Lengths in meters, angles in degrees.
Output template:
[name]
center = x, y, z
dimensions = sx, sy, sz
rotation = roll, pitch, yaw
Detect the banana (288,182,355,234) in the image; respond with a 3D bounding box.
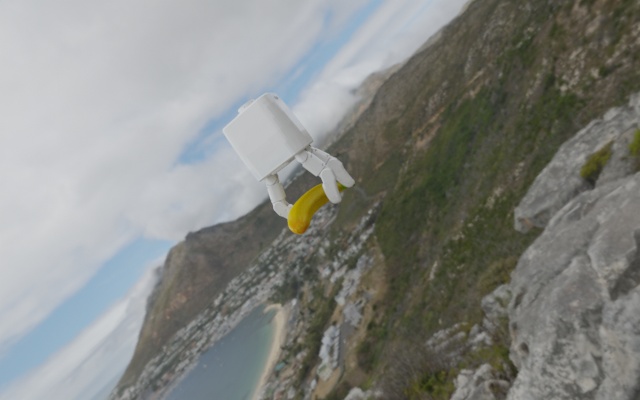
[banana]
center = -0.012, 0.007, 0.788
dimensions = 0.069, 0.037, 0.197
rotation = -22, 13, 36
